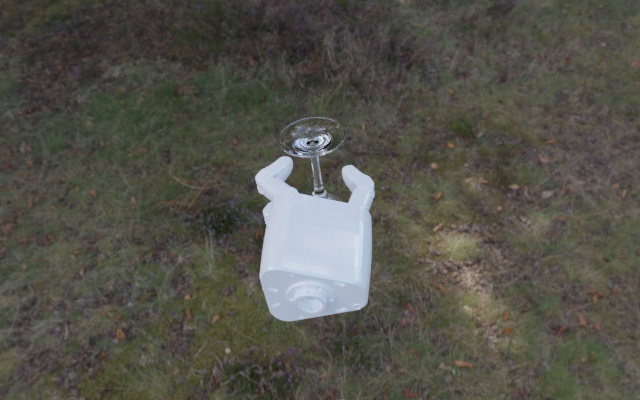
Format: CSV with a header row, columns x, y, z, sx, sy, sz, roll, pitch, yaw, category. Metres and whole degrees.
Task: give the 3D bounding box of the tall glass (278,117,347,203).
x,y,z,sx,sy,sz,roll,pitch,yaw,category
0.000,0.001,0.593,0.079,0.201,0.079,-4,43,4,tall glass
